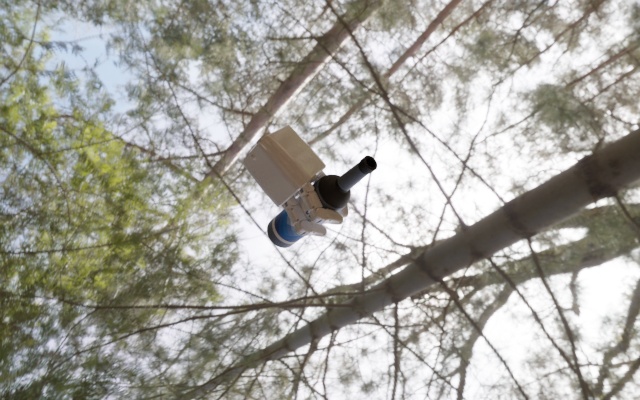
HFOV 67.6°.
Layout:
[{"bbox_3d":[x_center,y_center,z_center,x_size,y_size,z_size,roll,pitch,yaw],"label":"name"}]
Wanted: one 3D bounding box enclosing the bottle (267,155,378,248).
[{"bbox_3d":[0.000,0.003,0.859,0.069,0.069,0.296,0,-25,-37],"label":"bottle"}]
